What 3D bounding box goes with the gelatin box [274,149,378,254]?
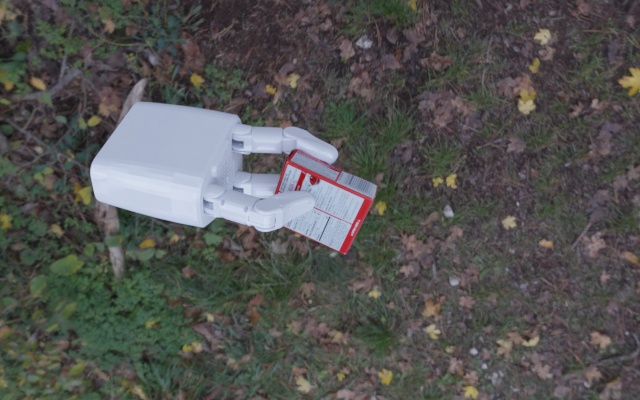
[{"bbox_3d":[0.000,0.002,0.458,0.089,0.073,0.030,24,35,3],"label":"gelatin box"}]
